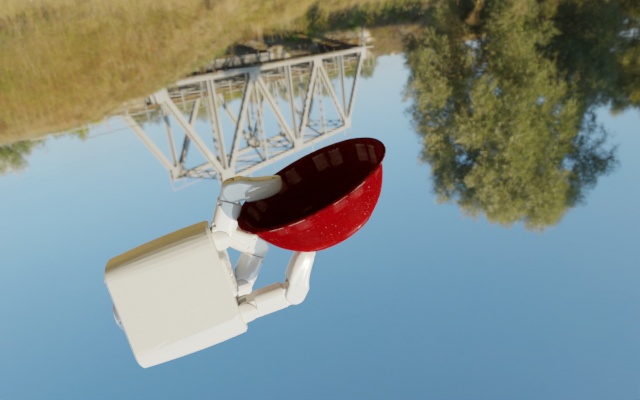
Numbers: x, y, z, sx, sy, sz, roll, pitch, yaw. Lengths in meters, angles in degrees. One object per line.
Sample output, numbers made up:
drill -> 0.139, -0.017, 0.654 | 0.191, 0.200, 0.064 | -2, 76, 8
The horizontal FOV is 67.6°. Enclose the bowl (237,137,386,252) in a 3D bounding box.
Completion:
bowl -> 0.001, 0.001, 0.475 | 0.162, 0.055, 0.162 | -25, 23, 11
